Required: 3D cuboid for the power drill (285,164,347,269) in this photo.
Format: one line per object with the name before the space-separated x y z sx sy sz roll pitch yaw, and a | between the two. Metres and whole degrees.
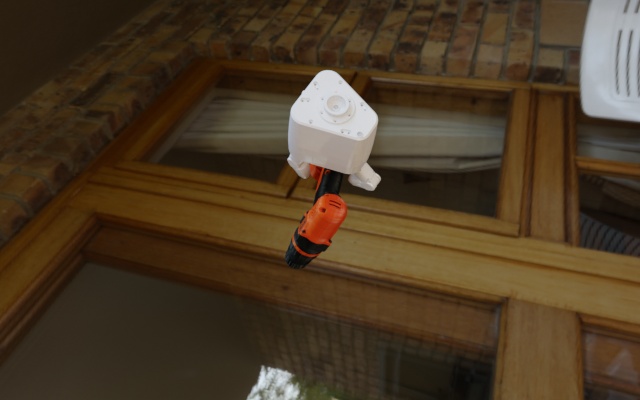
power drill | 0.000 0.002 0.763 0.057 0.187 0.184 21 -38 -13
